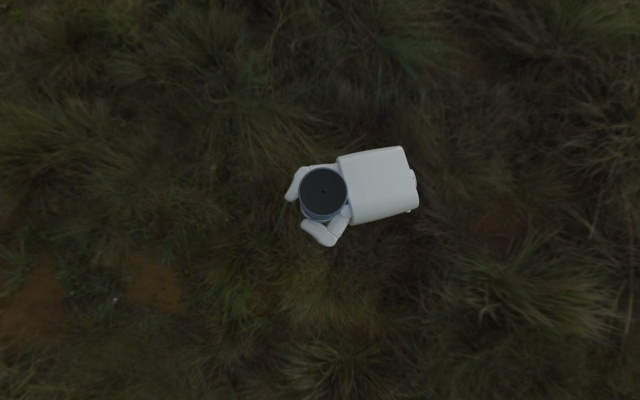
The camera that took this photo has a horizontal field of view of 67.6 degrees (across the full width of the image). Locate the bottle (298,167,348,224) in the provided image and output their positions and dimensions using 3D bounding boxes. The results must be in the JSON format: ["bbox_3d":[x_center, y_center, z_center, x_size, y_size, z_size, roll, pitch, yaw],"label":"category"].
[{"bbox_3d":[0.000,0.003,0.774,0.069,0.069,0.296,0,-5,-1],"label":"bottle"}]
